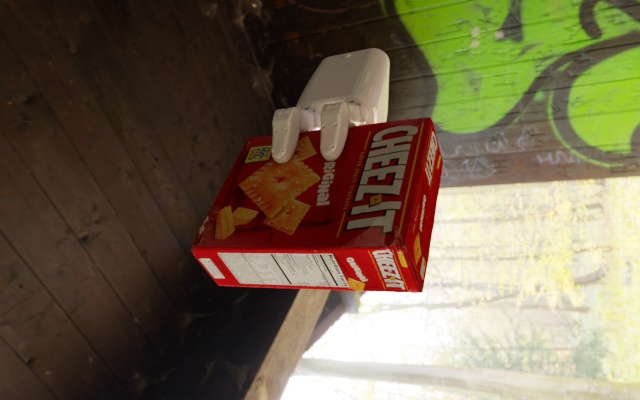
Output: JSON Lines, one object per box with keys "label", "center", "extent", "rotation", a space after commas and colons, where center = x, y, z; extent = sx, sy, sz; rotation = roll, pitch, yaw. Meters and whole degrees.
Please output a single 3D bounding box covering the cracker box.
{"label": "cracker box", "center": [0.000, 0.002, 0.472], "extent": [0.214, 0.164, 0.072], "rotation": [-3, -44, 26]}
